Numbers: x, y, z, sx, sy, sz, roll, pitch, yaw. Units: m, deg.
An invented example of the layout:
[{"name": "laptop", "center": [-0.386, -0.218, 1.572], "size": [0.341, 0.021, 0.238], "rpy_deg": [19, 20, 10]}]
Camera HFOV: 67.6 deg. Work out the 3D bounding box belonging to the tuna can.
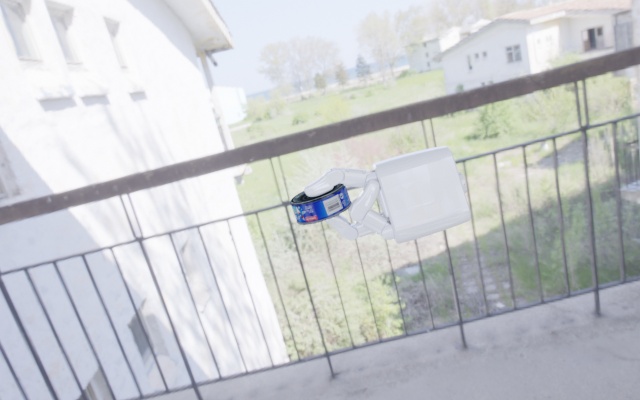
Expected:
[{"name": "tuna can", "center": [0.000, 0.002, 0.696], "size": [0.086, 0.034, 0.086], "rpy_deg": [-19, 14, 5]}]
